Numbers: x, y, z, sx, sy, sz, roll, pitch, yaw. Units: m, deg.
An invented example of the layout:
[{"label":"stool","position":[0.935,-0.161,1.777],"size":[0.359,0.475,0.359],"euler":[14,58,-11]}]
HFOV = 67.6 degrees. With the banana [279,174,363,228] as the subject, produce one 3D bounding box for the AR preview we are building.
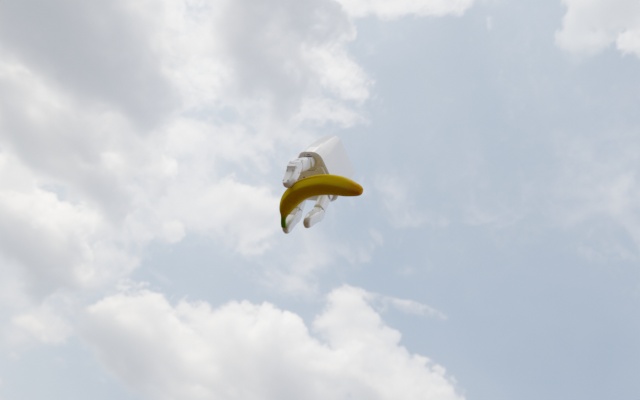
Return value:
[{"label":"banana","position":[-0.012,-0.012,0.870],"size":[0.198,0.069,0.037],"euler":[-24,12,37]}]
